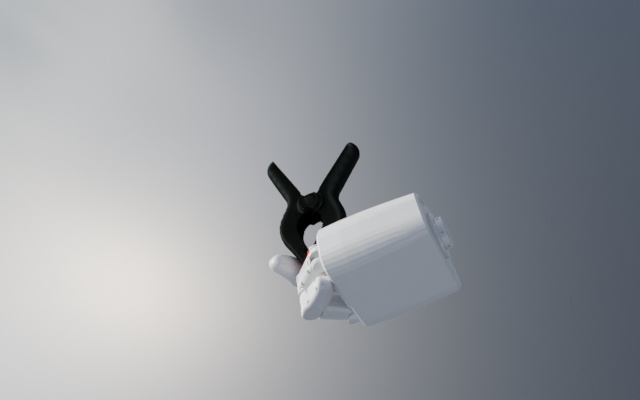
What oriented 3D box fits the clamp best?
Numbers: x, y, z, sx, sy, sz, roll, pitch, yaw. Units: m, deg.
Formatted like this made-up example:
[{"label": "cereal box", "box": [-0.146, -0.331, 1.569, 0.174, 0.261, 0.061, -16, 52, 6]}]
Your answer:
[{"label": "clamp", "box": [0.000, 0.002, 0.558, 0.120, 0.171, 0.039, -23, -38, 14]}]
